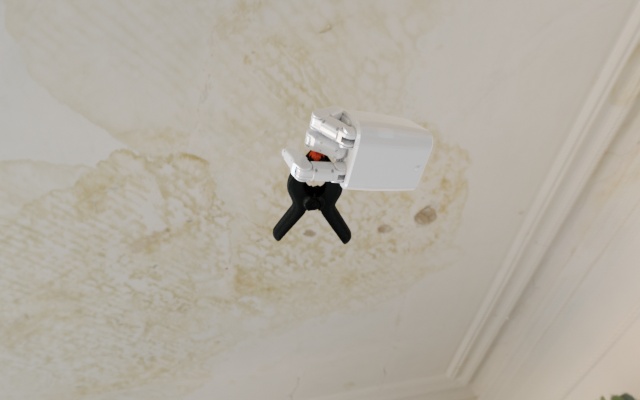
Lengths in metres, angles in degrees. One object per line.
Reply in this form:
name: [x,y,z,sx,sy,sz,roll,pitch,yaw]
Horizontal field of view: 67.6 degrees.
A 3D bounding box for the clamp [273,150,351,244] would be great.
clamp: [0.000,0.002,0.697,0.120,0.172,0.039,6,41,-12]
